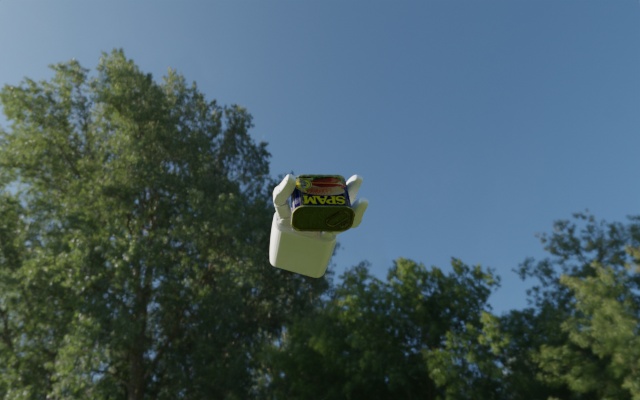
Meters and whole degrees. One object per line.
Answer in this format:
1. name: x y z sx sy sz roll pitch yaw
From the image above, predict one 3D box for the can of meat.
1. can of meat: 0.000 0.002 0.796 0.102 0.057 0.083 1 43 -9
